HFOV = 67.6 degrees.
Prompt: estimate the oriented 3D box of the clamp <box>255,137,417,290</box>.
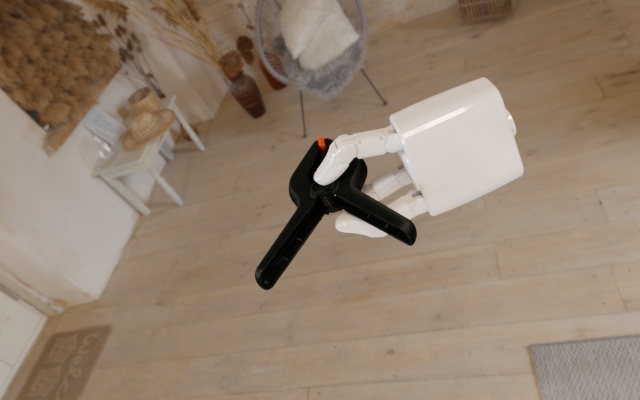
[{"bbox_3d":[0.000,0.001,0.524,0.164,0.036,0.209,-23,38,7],"label":"clamp"}]
